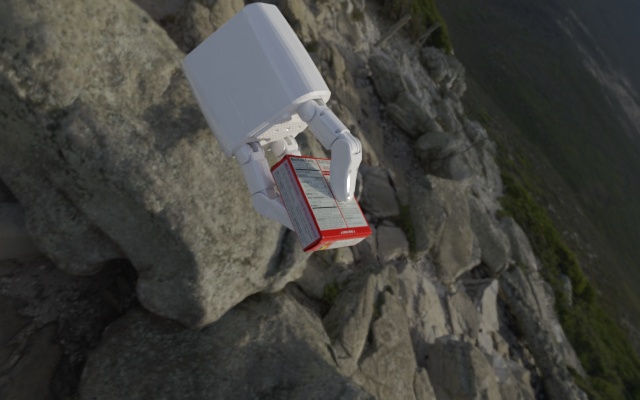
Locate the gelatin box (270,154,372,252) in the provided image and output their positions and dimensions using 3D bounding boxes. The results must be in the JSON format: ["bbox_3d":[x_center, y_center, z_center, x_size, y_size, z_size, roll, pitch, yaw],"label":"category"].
[{"bbox_3d":[0.001,0.002,0.451,0.073,0.089,0.030,-1,-30,-49],"label":"gelatin box"}]
